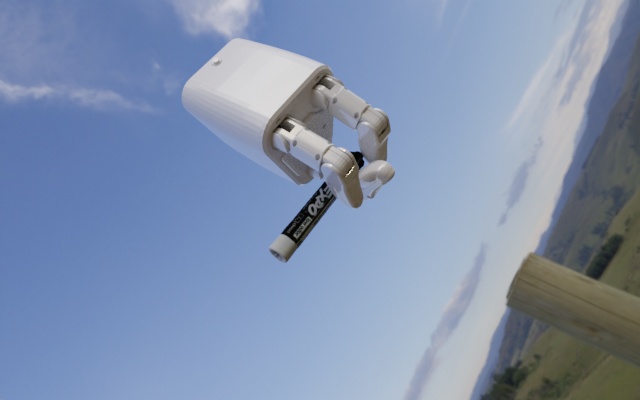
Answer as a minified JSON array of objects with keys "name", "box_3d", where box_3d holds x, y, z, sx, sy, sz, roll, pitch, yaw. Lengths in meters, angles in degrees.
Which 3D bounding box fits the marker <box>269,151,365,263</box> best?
[{"name":"marker","box_3d":[0.000,0.001,0.408,0.020,0.121,0.020,32,-24,16]}]
